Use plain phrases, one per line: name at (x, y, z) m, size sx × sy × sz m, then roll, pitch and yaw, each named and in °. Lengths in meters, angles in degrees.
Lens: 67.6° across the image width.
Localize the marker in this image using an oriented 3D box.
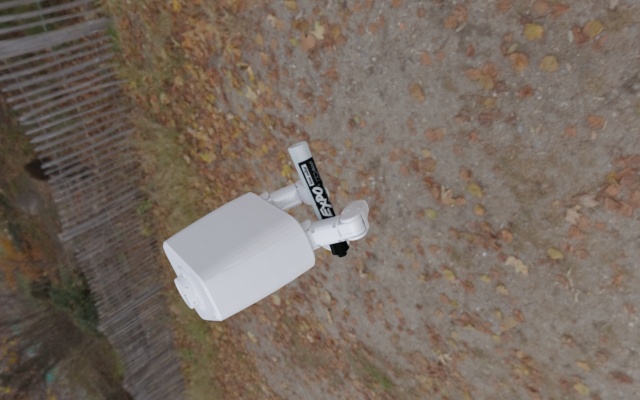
marker at (0.000, 0.001, 0.465) m, size 0.020 × 0.121 × 0.020 m, roll -21°, pitch 15°, yaw 6°
